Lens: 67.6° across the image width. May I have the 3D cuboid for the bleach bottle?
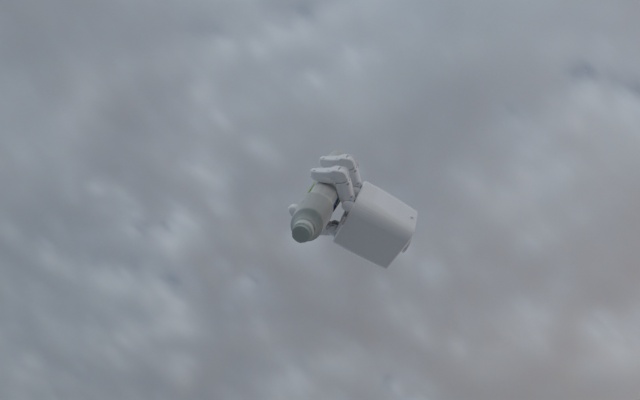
[{"bbox_3d":[0.000,0.002,0.799,0.068,0.103,0.250,29,30,1],"label":"bleach bottle"}]
